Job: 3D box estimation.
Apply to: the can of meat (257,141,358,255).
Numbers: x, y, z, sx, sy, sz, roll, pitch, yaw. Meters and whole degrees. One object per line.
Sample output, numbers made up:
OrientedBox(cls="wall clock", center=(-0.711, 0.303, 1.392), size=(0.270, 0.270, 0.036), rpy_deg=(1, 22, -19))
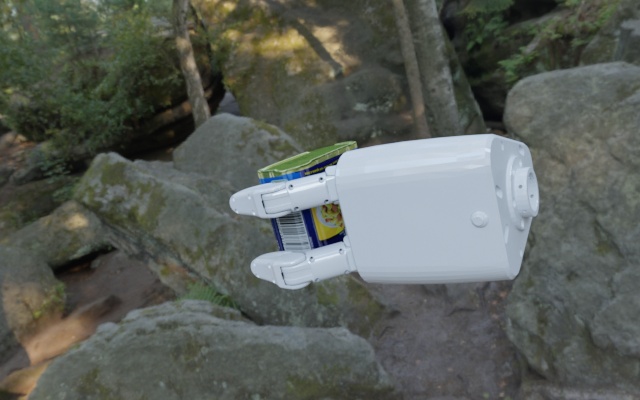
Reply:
OrientedBox(cls="can of meat", center=(0.000, 0.001, 0.410), size=(0.057, 0.084, 0.102), rpy_deg=(-4, 15, 39))
